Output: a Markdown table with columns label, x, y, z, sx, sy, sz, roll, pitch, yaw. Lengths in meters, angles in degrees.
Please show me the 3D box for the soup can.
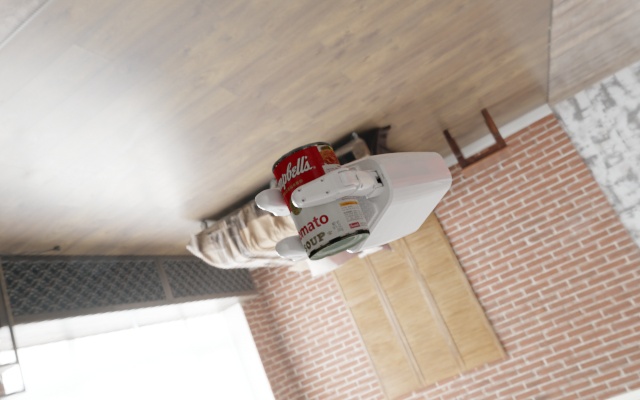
| label | x | y | z | sx | sy | sz | roll | pitch | yaw |
| --- | --- | --- | --- | --- | --- | --- | --- | --- | --- |
| soup can | 0.000 | 0.002 | 0.483 | 0.068 | 0.102 | 0.068 | -21 | -16 | -6 |
